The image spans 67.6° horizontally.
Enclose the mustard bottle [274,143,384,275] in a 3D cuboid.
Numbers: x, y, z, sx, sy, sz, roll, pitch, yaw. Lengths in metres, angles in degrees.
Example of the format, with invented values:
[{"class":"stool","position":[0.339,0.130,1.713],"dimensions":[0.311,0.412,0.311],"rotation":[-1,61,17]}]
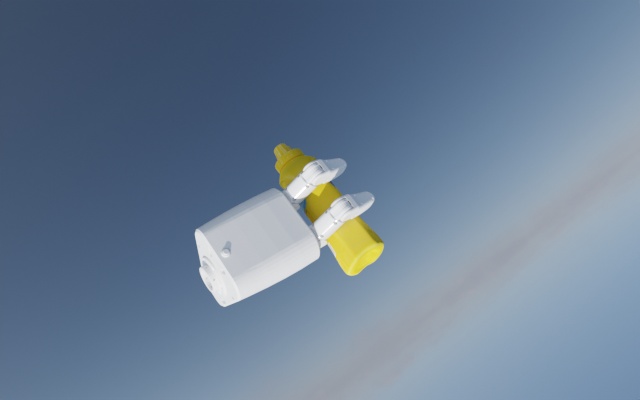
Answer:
[{"class":"mustard bottle","position":[0.001,0.002,0.604],"dimensions":[0.058,0.191,0.096],"rotation":[-36,-18,-6]}]
